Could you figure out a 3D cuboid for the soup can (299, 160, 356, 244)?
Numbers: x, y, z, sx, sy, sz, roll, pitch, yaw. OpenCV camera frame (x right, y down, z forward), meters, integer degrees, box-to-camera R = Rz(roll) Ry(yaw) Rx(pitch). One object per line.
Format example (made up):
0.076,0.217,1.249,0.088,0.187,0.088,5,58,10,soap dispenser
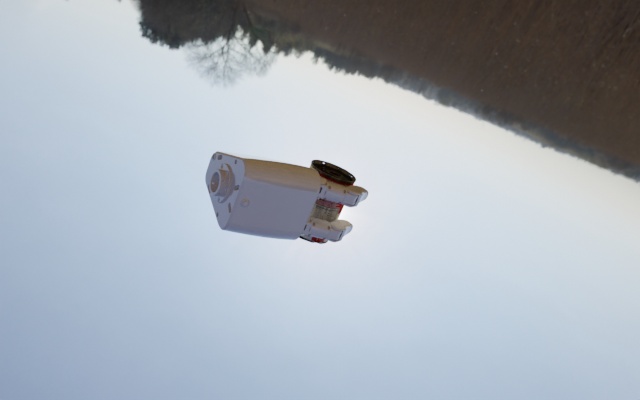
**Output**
0.000,0.003,0.680,0.068,0.102,0.068,21,18,-7,soup can
